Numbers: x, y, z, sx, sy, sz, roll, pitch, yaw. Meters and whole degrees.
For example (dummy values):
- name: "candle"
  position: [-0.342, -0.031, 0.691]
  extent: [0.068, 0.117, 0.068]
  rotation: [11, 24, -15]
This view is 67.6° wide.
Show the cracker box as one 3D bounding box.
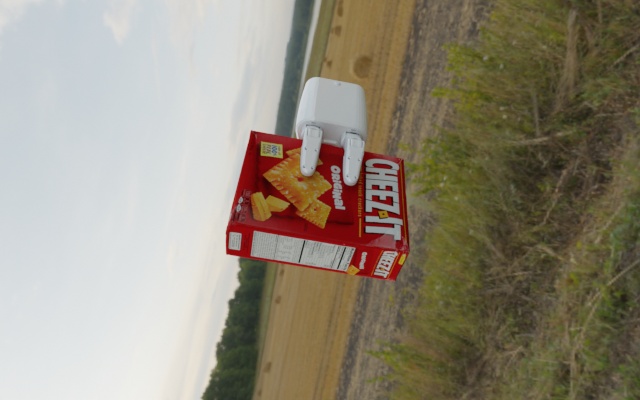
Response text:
- name: "cracker box"
  position: [0.000, 0.002, 0.610]
  extent: [0.214, 0.164, 0.072]
  rotation: [10, -42, -5]
